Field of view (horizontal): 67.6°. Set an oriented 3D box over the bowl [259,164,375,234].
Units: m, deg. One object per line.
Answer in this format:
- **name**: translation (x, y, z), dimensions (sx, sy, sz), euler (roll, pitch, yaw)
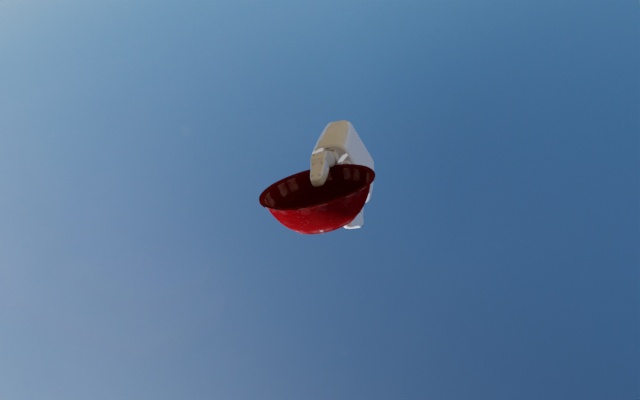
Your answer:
- **bowl**: translation (0.000, 0.003, 0.656), dimensions (0.162, 0.055, 0.162), euler (-12, 19, 4)
